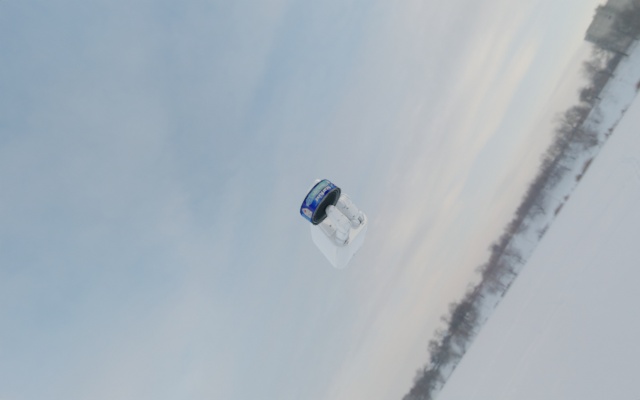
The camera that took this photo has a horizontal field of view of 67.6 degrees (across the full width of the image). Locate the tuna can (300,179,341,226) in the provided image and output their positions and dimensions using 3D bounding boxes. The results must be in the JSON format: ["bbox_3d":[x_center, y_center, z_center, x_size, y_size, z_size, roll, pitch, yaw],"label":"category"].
[{"bbox_3d":[0.000,0.003,0.898,0.033,0.086,0.086,36,12,18],"label":"tuna can"}]
